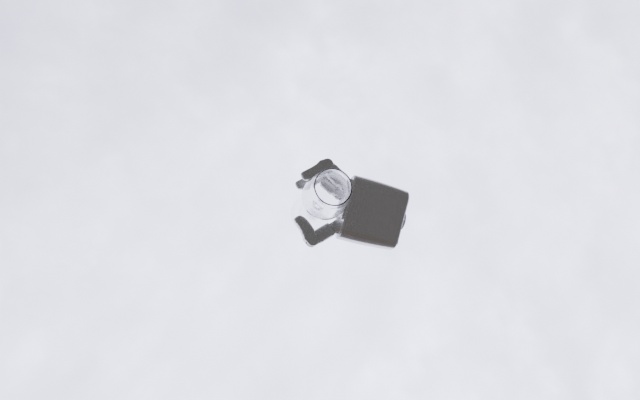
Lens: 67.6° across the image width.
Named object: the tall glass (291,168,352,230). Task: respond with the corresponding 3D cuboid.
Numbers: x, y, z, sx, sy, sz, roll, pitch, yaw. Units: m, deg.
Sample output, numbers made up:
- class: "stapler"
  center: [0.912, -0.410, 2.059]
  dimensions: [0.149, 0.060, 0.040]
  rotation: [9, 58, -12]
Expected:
- class: "tall glass"
  center: [0.000, 0.003, 0.836]
  dimensions: [0.079, 0.079, 0.201]
  rotation: [0, -14, -12]
